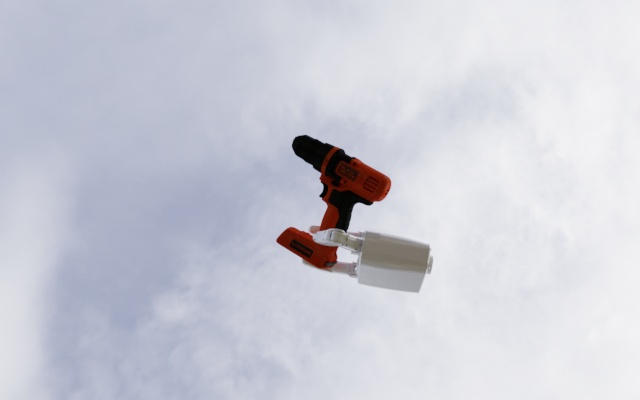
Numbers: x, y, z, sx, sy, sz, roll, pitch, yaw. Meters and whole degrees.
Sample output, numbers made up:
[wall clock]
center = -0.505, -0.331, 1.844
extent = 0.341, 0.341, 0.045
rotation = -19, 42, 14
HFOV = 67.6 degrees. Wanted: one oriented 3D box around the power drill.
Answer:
[power drill]
center = 0.000, 0.003, 0.788
extent = 0.184, 0.188, 0.057
rotation = 30, 11, 21
